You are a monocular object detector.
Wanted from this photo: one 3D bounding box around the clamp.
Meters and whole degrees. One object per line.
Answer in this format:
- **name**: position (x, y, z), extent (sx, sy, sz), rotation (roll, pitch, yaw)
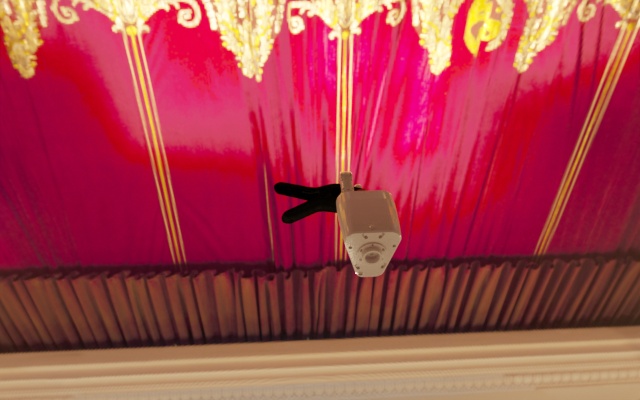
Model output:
- **clamp**: position (0.000, 0.003, 0.864), extent (0.171, 0.039, 0.120), rotation (-2, 38, -2)
